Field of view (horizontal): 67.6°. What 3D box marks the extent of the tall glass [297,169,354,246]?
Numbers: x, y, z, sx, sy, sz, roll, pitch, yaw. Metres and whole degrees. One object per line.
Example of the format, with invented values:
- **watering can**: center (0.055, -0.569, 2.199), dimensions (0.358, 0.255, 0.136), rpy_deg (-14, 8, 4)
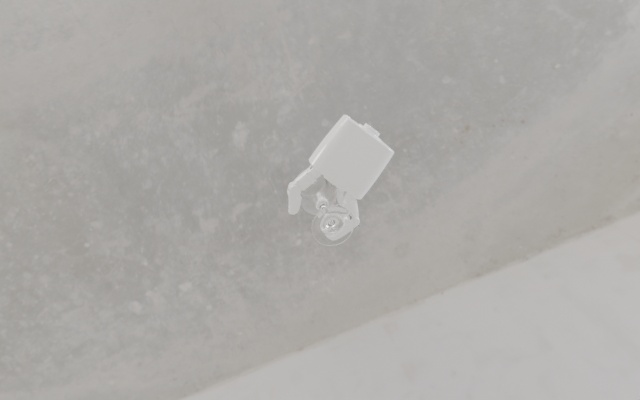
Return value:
- **tall glass**: center (0.000, 0.003, 0.881), dimensions (0.079, 0.079, 0.201), rpy_deg (0, 23, -14)
